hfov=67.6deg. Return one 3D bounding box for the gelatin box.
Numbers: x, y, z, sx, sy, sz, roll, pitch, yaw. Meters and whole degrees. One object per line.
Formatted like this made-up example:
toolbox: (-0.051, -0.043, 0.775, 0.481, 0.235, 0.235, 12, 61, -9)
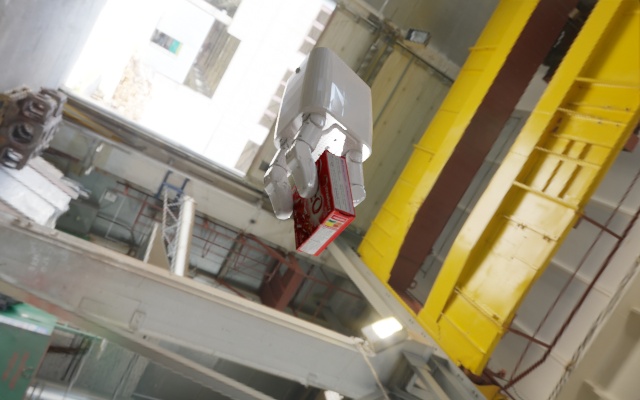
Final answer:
gelatin box: (0.000, 0.002, 0.505, 0.030, 0.089, 0.073, 19, -47, -27)
